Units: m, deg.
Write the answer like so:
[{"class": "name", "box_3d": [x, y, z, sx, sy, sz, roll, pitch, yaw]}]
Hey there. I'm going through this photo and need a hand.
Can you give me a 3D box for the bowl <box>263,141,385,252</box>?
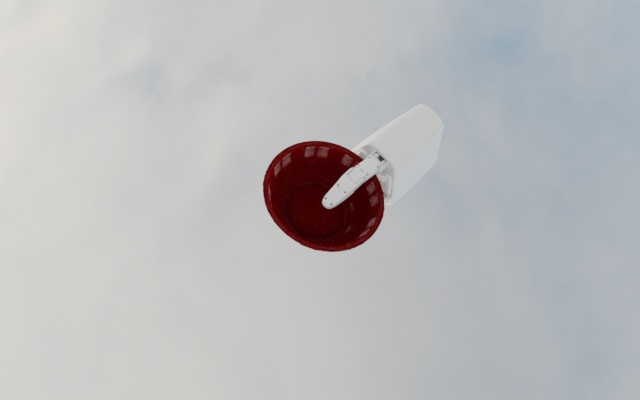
[{"class": "bowl", "box_3d": [-0.001, 0.003, 0.633, 0.162, 0.162, 0.055, 0, -27, -17]}]
